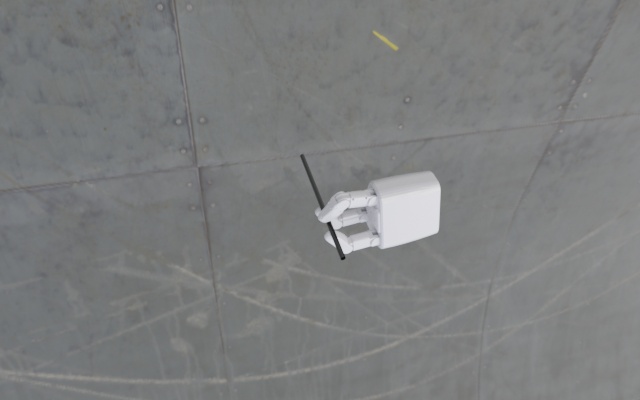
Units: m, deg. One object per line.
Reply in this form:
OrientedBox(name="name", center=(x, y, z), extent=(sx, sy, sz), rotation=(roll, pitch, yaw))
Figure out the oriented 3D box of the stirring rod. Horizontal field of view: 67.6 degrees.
OrientedBox(name="stirring rod", center=(0.000, 0.002, 0.794), extent=(0.011, 0.239, 0.011), rotation=(-12, -42, -11))
